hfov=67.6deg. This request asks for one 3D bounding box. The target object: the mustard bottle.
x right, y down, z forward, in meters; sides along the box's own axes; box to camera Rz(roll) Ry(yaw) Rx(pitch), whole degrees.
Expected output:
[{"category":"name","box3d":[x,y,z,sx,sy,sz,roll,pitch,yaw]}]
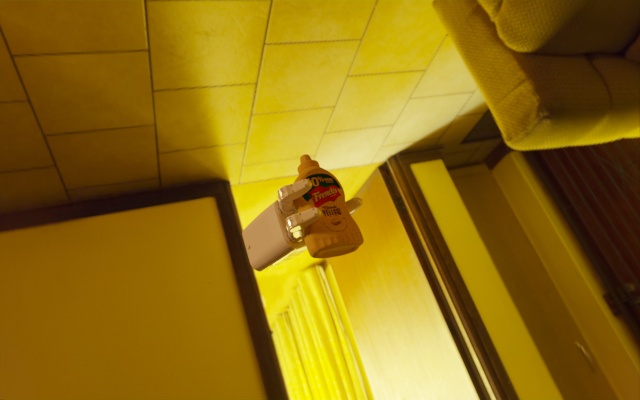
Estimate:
[{"category":"mustard bottle","box3d":[0.000,0.003,0.828,0.096,0.191,0.058,-7,-28,-26]}]
